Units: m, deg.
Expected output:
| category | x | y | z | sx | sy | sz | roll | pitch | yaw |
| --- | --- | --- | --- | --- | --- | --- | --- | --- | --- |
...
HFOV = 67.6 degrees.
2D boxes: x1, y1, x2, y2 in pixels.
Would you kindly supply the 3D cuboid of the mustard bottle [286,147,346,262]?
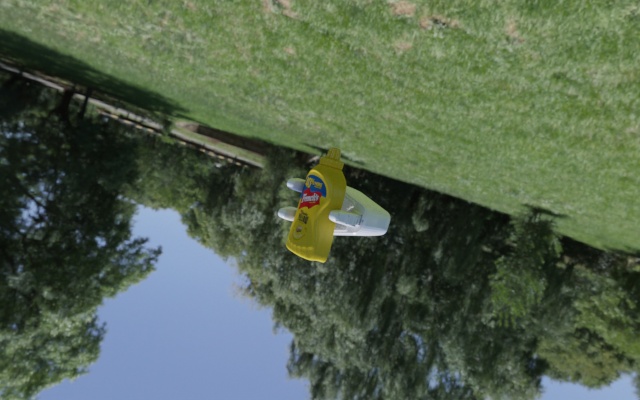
| category | x | y | z | sx | sy | sz | roll | pitch | yaw |
| --- | --- | --- | --- | --- | --- | --- | --- | --- | --- |
| mustard bottle | 0.000 | 0.003 | 0.822 | 0.058 | 0.191 | 0.096 | 15 | 4 | -31 |
